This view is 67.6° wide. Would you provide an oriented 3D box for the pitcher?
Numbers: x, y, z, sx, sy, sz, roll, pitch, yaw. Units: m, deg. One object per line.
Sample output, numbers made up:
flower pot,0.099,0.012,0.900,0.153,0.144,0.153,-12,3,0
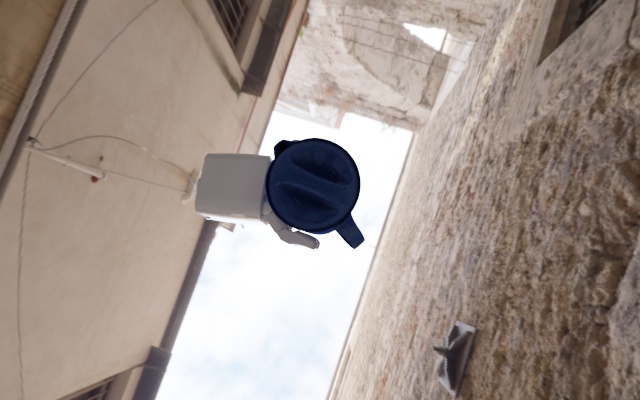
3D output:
pitcher,0.000,0.002,0.768,0.145,0.149,0.243,4,-8,3
